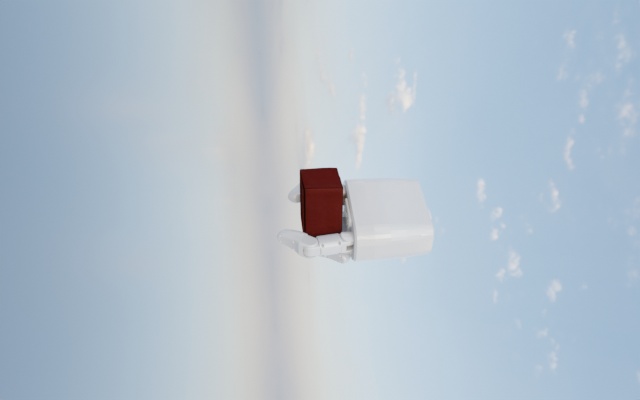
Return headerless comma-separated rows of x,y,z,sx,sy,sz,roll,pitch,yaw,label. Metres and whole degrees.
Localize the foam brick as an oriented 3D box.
0.000,0.002,0.626,0.051,0.078,0.053,-3,34,-6,foam brick
